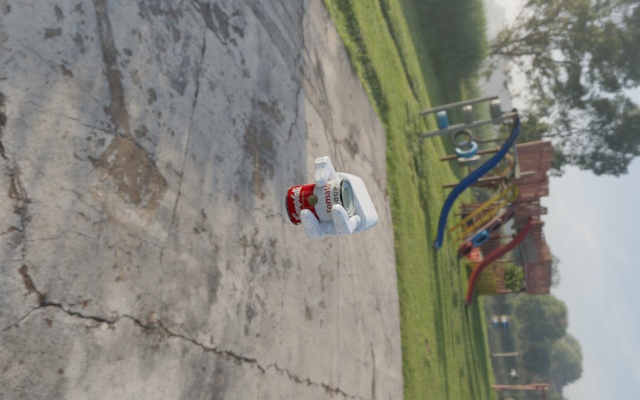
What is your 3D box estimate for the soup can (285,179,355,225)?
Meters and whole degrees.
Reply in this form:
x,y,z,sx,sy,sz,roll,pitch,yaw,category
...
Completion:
x,y,z,sx,sy,sz,roll,pitch,yaw,category
0.000,0.003,0.812,0.102,0.068,0.068,-8,-3,21,soup can
